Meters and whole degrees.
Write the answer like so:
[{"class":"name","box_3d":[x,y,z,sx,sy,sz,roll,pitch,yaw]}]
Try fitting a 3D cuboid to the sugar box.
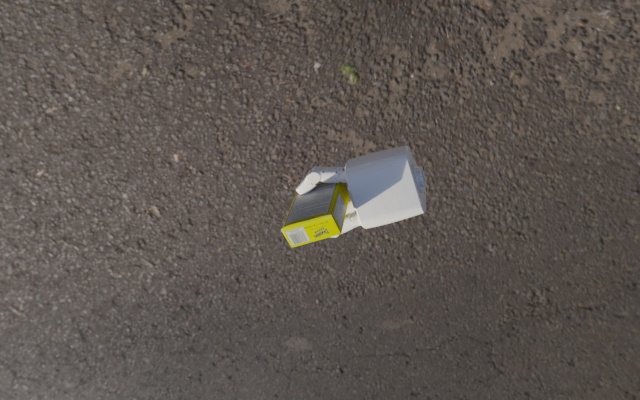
[{"class":"sugar box","box_3d":[0.000,0.003,0.818,0.093,0.048,0.176,-16,25,22]}]
